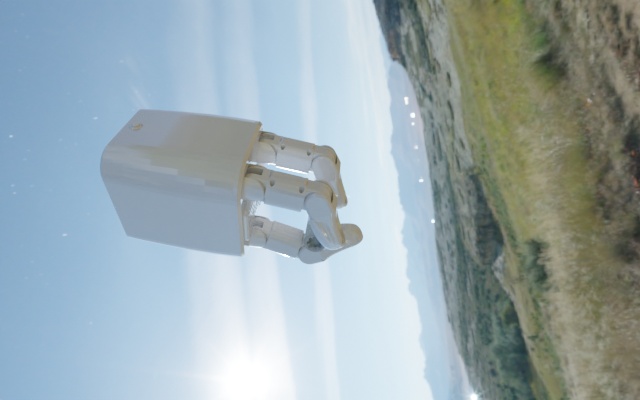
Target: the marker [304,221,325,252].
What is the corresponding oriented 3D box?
[{"bbox_3d":[0.000,0.001,0.440,0.020,0.020,0.121,0,34,6],"label":"marker"}]
